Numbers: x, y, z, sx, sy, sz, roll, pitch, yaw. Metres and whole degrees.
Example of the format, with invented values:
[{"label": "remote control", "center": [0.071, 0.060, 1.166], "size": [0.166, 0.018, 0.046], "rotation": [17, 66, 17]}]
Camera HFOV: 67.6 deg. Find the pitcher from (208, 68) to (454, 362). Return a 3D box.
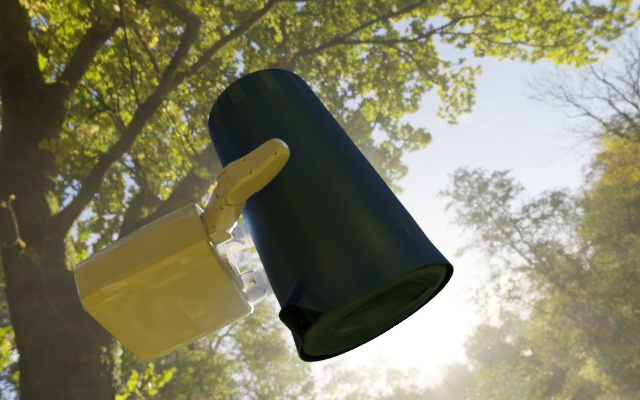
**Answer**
[{"label": "pitcher", "center": [0.000, 0.001, 0.419], "size": [0.145, 0.242, 0.149], "rotation": [-28, -29, -5]}]
